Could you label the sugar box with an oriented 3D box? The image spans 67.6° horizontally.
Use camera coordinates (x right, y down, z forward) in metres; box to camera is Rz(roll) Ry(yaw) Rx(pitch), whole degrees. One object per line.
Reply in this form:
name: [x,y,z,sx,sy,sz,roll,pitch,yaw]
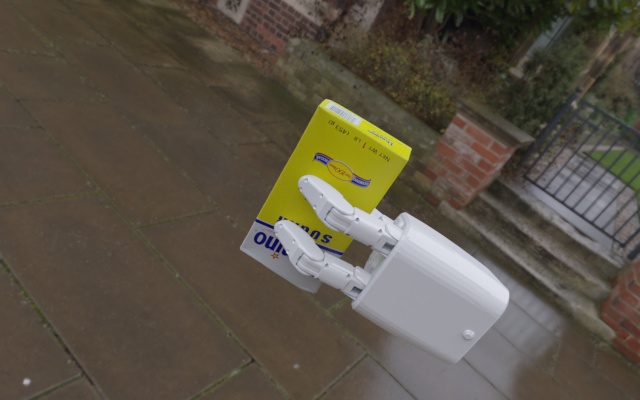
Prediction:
sugar box: [0.000,0.002,0.462,0.093,0.176,0.048,32,25,1]
